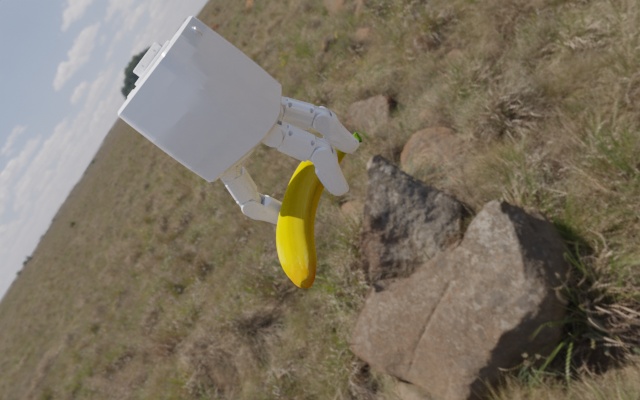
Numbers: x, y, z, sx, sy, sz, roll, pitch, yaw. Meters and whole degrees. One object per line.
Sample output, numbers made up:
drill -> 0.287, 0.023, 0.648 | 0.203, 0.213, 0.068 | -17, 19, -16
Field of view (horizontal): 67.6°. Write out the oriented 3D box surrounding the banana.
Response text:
banana -> -0.012, 0.004, 0.487 | 0.069, 0.197, 0.037 | -22, -52, 42
